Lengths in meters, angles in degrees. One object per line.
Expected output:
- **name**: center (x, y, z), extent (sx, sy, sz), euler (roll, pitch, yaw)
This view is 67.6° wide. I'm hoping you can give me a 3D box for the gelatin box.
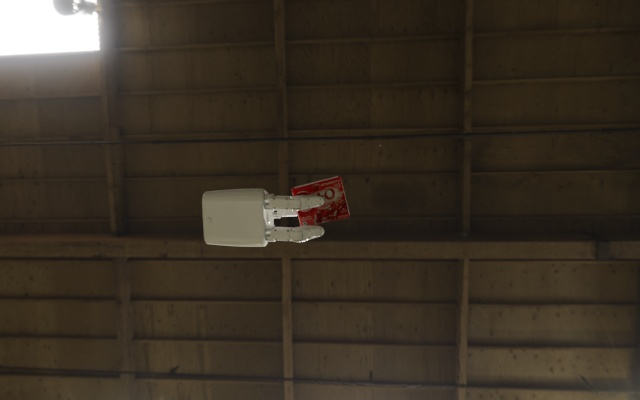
- **gelatin box**: center (0.000, 0.003, 0.838), extent (0.089, 0.073, 0.030), euler (-14, 7, 1)
